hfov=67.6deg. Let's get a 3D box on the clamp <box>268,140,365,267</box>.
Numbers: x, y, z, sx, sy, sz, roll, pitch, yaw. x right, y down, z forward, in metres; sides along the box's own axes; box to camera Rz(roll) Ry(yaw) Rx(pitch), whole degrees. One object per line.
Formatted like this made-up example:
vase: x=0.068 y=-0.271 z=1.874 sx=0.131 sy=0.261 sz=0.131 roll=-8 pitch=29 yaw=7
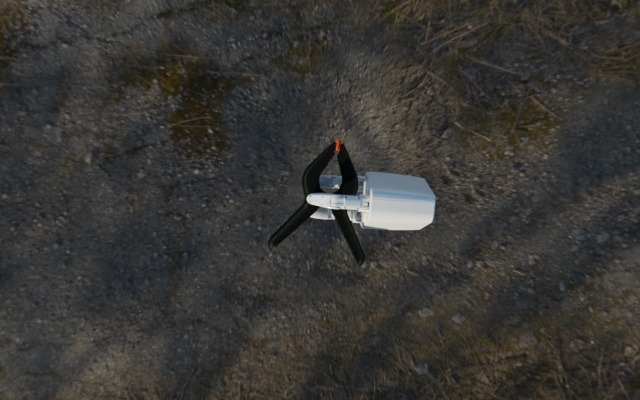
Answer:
clamp: x=0.000 y=0.002 z=0.797 sx=0.164 sy=0.210 sz=0.036 roll=4 pitch=4 yaw=-5
